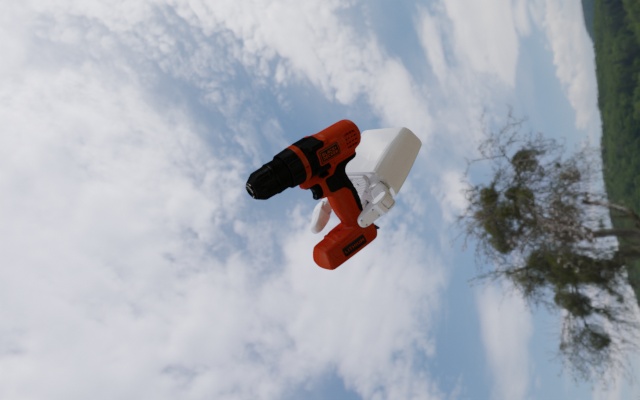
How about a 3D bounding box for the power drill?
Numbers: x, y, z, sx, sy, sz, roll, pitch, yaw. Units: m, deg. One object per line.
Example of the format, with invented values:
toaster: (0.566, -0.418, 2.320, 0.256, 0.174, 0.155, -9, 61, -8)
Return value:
power drill: (0.000, 0.002, 0.669, 0.184, 0.188, 0.057, -32, 30, -24)
